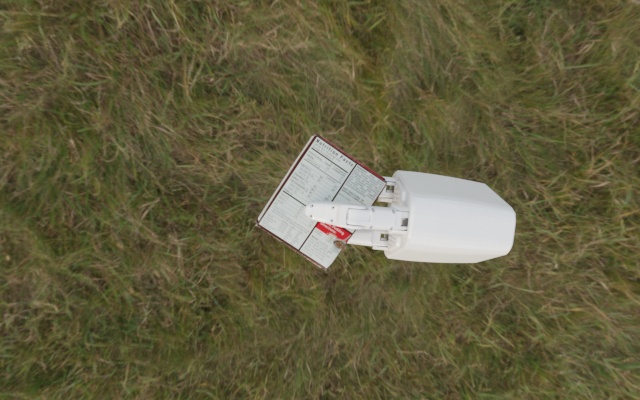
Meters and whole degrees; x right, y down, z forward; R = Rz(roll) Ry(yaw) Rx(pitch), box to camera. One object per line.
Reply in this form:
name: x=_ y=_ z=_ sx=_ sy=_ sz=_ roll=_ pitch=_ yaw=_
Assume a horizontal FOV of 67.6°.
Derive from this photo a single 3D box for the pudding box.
pudding box: x=0.000 y=0.002 z=0.490 sx=0.090 sy=0.113 sz=0.039 roll=34 pitch=0 yaw=-6
